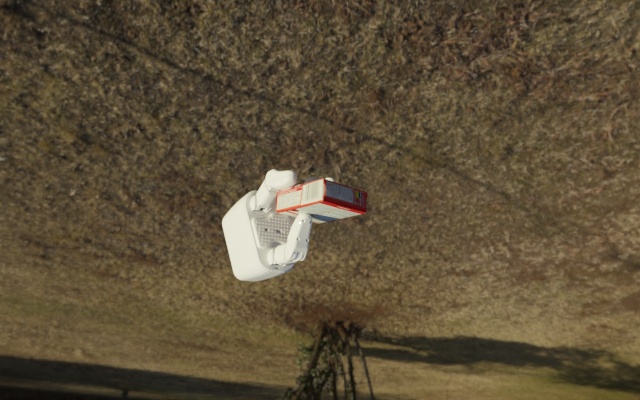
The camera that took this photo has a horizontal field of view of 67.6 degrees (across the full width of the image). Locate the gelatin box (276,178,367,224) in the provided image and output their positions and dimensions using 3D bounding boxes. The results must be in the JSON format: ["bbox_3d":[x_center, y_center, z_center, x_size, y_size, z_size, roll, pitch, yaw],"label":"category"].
[{"bbox_3d":[0.000,0.002,0.578,0.073,0.030,0.089,16,-20,-40],"label":"gelatin box"}]
